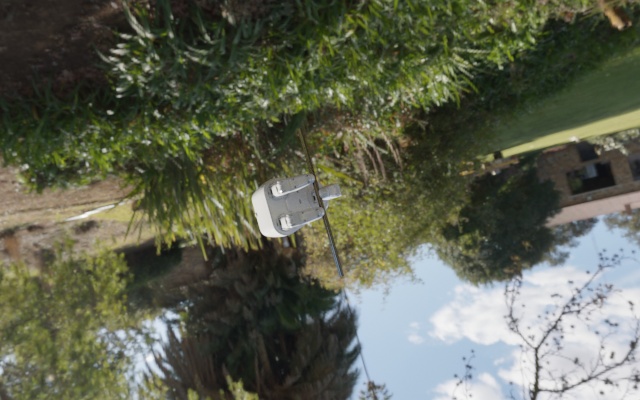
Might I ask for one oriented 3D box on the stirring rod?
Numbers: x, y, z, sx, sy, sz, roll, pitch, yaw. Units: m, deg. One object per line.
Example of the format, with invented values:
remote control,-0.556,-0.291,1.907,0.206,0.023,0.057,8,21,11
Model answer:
stirring rod,0.000,0.002,0.746,0.011,0.239,0.011,-16,-1,0
